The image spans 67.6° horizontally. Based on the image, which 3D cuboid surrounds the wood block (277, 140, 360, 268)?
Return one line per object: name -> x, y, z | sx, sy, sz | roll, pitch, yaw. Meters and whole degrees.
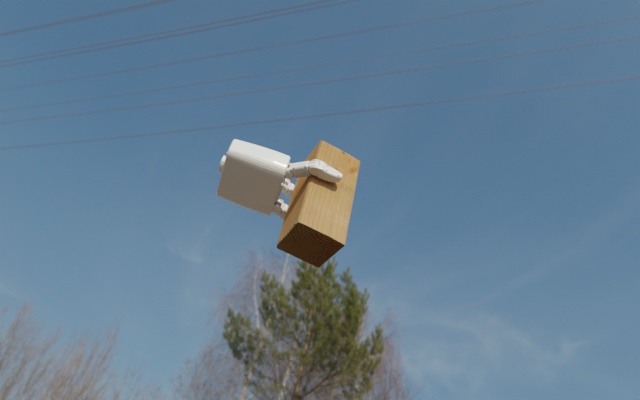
wood block -> 0.000, 0.002, 0.864 | 0.090, 0.206, 0.091 | 27, -43, -15
